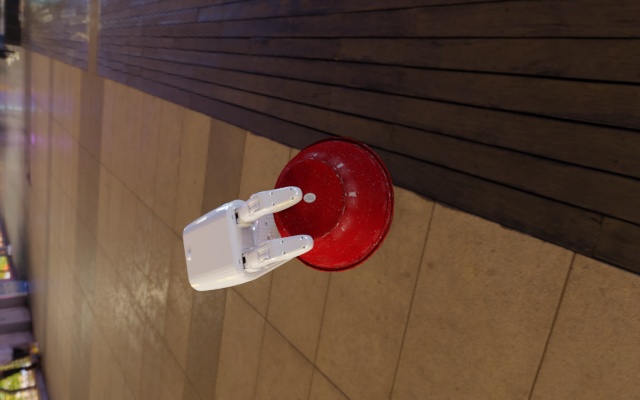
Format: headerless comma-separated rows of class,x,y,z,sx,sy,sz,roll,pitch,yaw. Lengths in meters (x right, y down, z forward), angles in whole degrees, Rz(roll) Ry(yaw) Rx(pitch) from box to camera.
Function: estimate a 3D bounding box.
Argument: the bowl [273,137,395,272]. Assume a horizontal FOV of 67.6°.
bowl,0.001,0.001,0.546,0.162,0.162,0.055,0,-5,30
